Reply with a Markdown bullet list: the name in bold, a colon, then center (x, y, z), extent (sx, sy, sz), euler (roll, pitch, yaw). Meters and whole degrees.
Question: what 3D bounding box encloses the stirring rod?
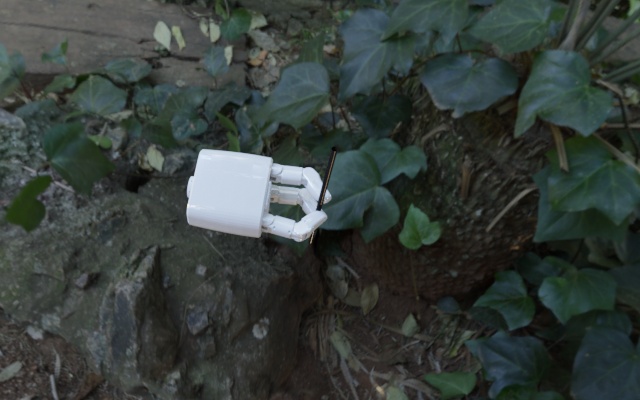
- **stirring rod**: center (0.000, 0.002, 0.687), extent (0.011, 0.011, 0.240), euler (0, -33, -10)
